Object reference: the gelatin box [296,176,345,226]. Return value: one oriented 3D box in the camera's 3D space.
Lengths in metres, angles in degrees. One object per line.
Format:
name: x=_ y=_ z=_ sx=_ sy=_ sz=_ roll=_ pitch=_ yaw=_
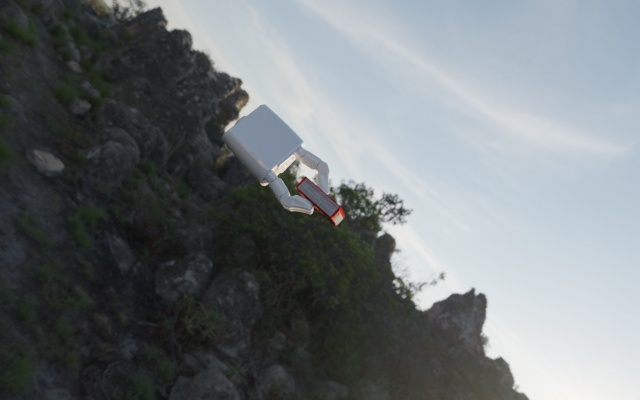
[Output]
gelatin box: x=0.001 y=0.003 z=0.865 sx=0.089 sy=0.030 sz=0.073 roll=40 pitch=-6 yaw=16
